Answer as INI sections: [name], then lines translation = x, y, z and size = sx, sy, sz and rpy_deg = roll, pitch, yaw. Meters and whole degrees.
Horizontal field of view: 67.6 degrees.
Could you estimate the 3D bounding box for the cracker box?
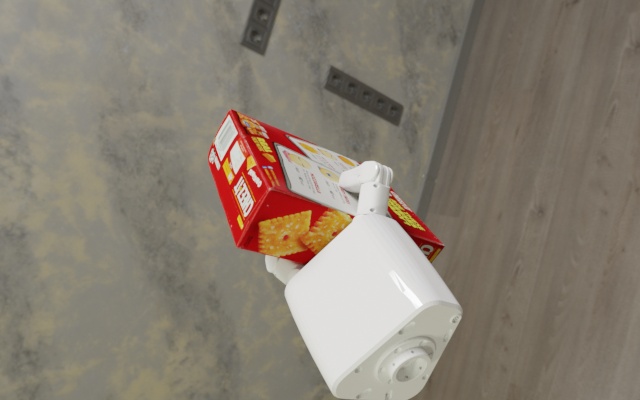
[cracker box]
translation = 0.000, 0.001, 0.502
size = 0.214, 0.072, 0.164
rpy_deg = 19, 23, -34
